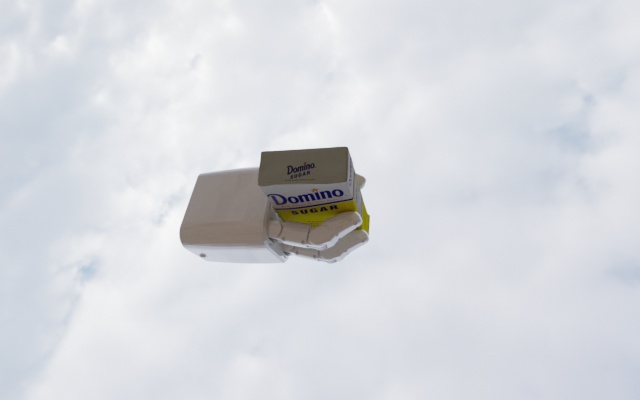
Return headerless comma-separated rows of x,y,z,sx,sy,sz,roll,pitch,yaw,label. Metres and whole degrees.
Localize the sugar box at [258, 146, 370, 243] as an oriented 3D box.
0.000,0.002,0.543,0.093,0.048,0.176,-2,-22,13,sugar box
